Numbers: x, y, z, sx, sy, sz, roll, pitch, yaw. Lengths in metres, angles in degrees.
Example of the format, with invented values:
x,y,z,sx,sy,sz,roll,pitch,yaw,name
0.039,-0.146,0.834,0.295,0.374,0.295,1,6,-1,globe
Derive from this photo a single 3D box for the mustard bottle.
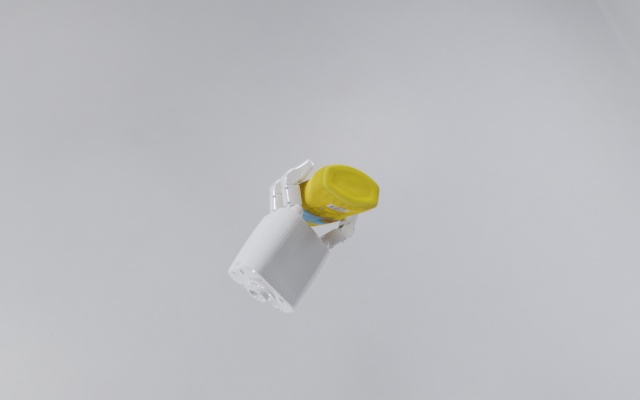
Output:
x,y,z,sx,sy,sz,roll,pitch,yaw,name
0.000,0.002,0.737,0.096,0.058,0.192,18,-22,-24,mustard bottle
